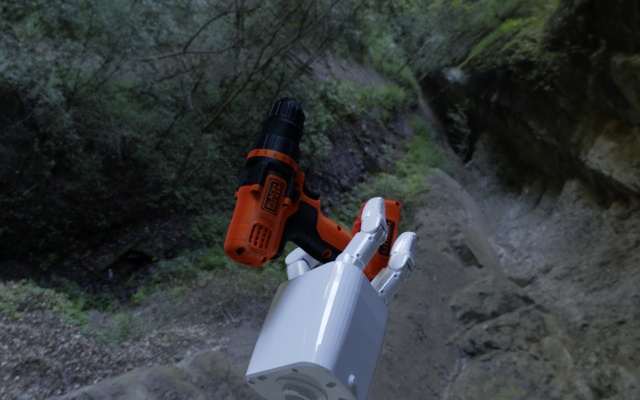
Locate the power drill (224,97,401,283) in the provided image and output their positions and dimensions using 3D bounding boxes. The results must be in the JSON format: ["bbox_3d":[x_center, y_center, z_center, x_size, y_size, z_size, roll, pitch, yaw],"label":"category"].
[{"bbox_3d":[0.000,0.002,0.518,0.188,0.184,0.057,25,-21,-27],"label":"power drill"}]
